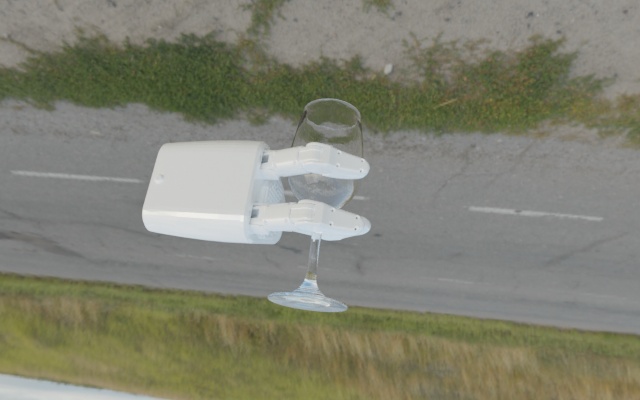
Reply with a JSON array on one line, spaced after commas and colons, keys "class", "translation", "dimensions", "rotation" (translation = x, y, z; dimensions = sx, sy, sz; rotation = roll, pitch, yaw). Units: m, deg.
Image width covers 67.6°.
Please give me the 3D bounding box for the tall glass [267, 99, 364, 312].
[{"class": "tall glass", "translation": [0.000, 0.002, 0.468], "dimensions": [0.079, 0.201, 0.079], "rotation": [7, -21, 3]}]
